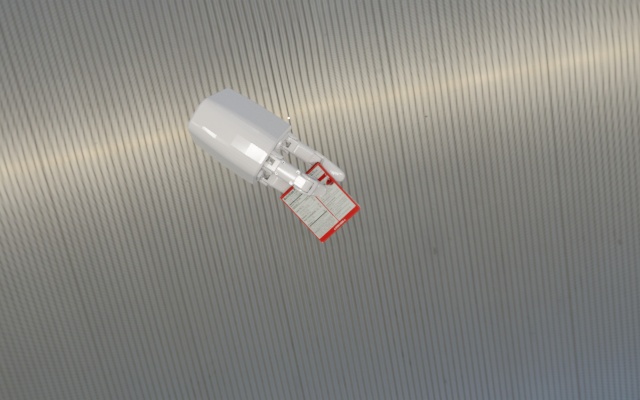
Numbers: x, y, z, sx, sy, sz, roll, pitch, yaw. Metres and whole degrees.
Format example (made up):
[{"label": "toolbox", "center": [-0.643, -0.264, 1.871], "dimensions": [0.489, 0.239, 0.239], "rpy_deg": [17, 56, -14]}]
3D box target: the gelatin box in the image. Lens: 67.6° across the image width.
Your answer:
[{"label": "gelatin box", "center": [0.000, 0.002, 0.666], "dimensions": [0.073, 0.089, 0.030], "rpy_deg": [-43, 2, 6]}]
